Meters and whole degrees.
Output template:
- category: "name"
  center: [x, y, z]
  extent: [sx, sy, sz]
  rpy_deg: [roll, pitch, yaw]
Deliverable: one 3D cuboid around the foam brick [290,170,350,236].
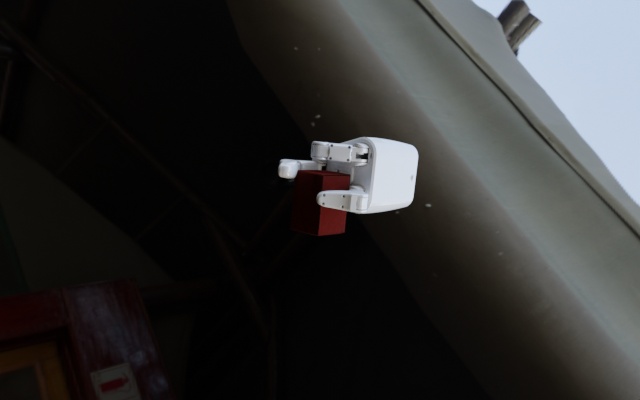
- category: "foam brick"
  center: [0.000, 0.002, 0.609]
  extent: [0.053, 0.078, 0.051]
  rpy_deg: [13, 11, 43]
